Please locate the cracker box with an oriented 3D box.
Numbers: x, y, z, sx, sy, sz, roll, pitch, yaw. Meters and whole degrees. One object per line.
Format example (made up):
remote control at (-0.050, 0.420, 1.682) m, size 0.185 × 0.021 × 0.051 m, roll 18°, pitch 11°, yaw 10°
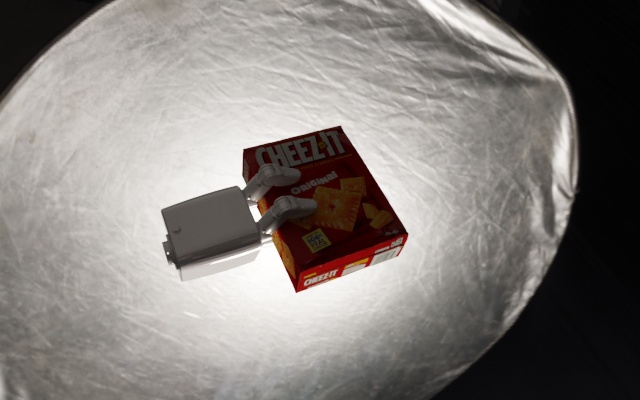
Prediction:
cracker box at (0.000, 0.002, 0.676) m, size 0.164 × 0.213 × 0.072 m, roll -16°, pitch -31°, yaw -20°
